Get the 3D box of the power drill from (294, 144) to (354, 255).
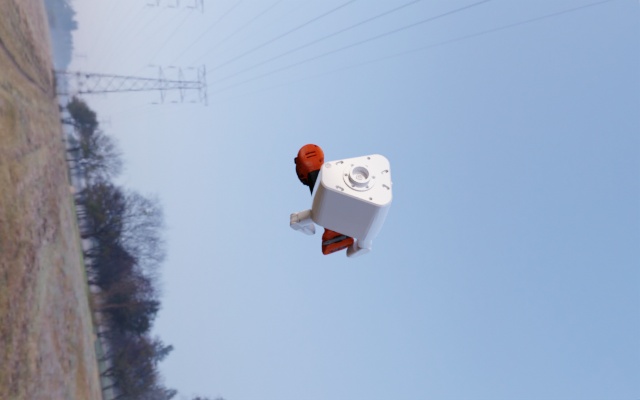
[{"bbox_3d":[0.000,0.003,0.869,0.057,0.187,0.184,-19,-9,-4],"label":"power drill"}]
